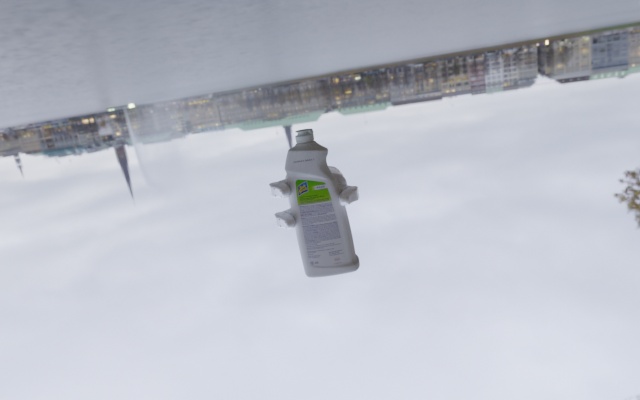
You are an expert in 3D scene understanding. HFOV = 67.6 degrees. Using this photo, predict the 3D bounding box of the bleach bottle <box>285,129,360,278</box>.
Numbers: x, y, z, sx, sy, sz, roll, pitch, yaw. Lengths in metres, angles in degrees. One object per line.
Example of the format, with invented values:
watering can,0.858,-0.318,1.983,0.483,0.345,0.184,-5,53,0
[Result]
bleach bottle,0.000,0.003,0.817,0.102,0.251,0.068,-9,14,1
